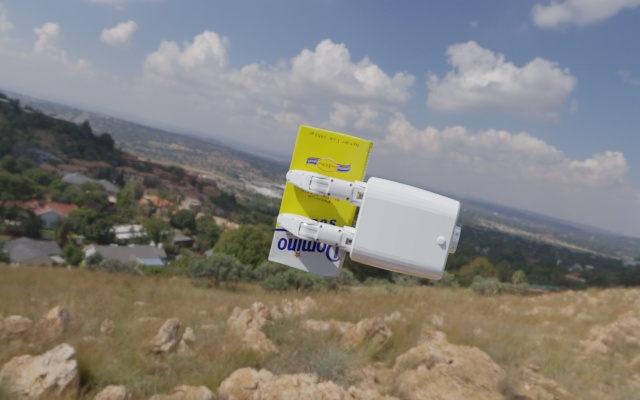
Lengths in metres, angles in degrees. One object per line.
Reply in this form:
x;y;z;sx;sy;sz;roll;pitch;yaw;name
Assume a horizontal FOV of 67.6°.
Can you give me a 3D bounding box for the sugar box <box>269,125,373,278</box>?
0.000;0.002;0.601;0.093;0.176;0.048;14;4;9;sugar box
